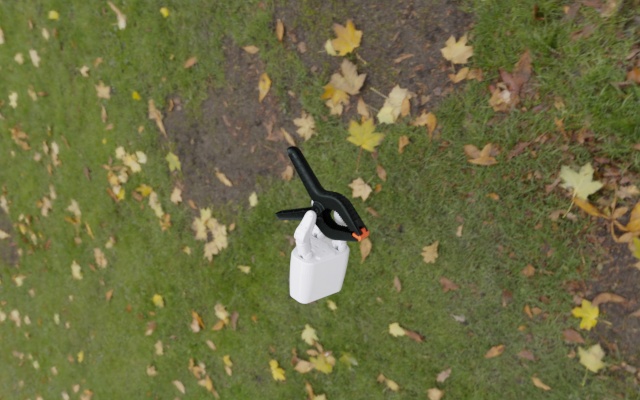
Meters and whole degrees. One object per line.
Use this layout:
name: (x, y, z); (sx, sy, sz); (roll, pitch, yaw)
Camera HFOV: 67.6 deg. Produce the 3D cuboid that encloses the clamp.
clamp: (0.000, 0.004, 0.873); (0.210, 0.165, 0.036); (28, 37, 31)
